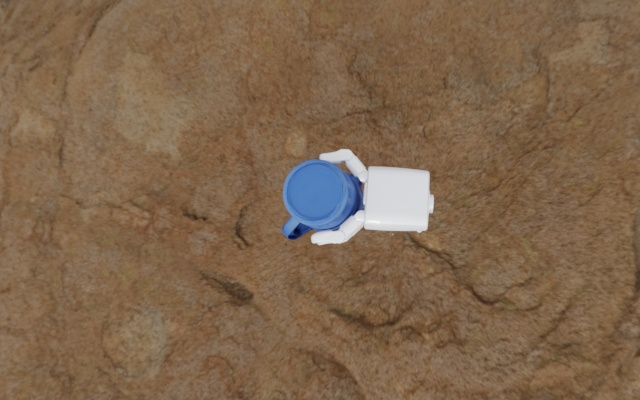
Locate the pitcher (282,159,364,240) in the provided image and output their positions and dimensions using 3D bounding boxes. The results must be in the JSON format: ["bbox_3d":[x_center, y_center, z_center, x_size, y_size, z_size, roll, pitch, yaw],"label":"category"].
[{"bbox_3d":[0.000,0.003,0.870,0.145,0.149,0.243,4,-3,9],"label":"pitcher"}]
